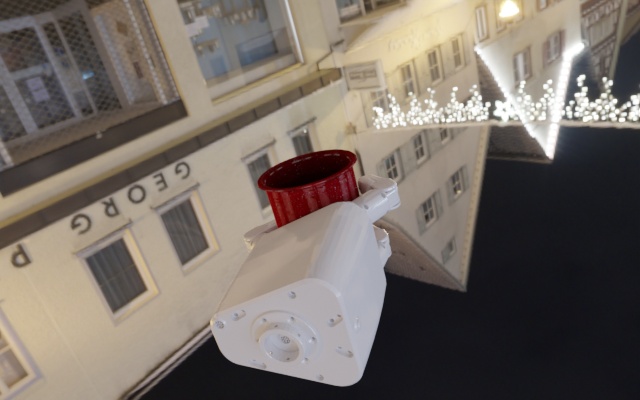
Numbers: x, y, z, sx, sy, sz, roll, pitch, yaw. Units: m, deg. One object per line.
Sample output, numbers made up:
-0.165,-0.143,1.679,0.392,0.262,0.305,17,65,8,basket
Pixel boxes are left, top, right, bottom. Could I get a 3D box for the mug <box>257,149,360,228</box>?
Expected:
0.000,0.001,0.459,0.093,0.081,0.117,-8,23,18,mug
